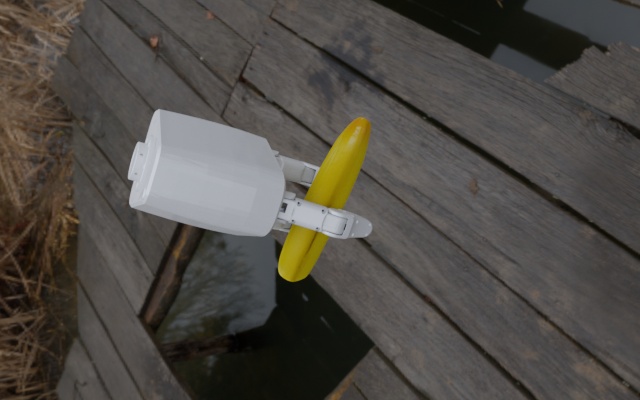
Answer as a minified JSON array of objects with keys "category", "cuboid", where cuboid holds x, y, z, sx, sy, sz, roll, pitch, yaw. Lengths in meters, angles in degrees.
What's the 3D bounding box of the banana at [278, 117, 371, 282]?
[{"category":"banana","cuboid":[-0.003,0.013,0.462,0.037,0.198,0.069,23,29,-5]}]
